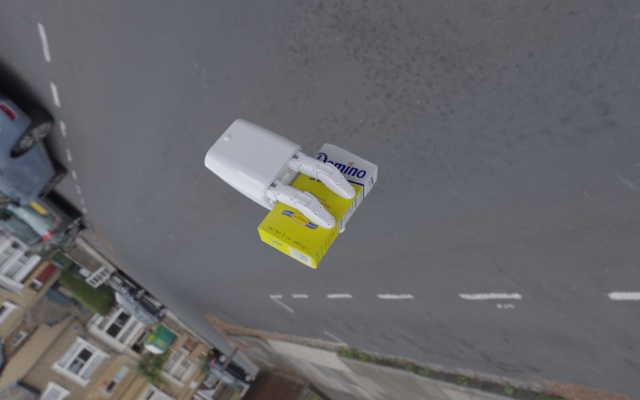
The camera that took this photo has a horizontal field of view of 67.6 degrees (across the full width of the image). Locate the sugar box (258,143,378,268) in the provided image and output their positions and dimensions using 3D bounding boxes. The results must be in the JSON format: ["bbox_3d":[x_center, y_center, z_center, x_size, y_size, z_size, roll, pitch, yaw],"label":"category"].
[{"bbox_3d":[0.000,0.002,0.686,0.093,0.176,0.048,27,-24,18],"label":"sugar box"}]
